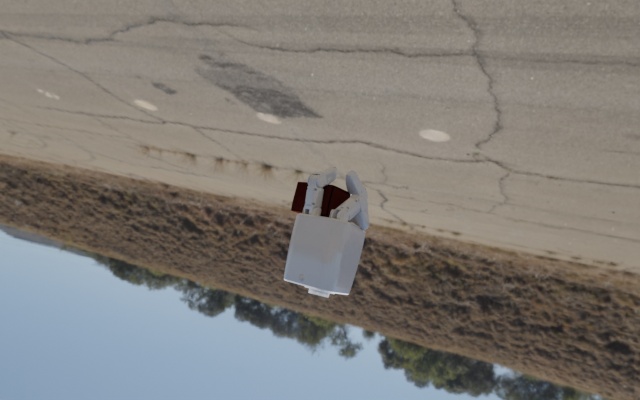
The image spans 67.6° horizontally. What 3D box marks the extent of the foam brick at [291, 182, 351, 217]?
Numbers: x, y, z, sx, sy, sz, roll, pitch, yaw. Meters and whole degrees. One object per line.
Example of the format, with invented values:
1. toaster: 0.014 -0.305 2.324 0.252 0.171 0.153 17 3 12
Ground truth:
1. foam brick: 0.000 0.002 0.780 0.078 0.051 0.053 7 -10 40
